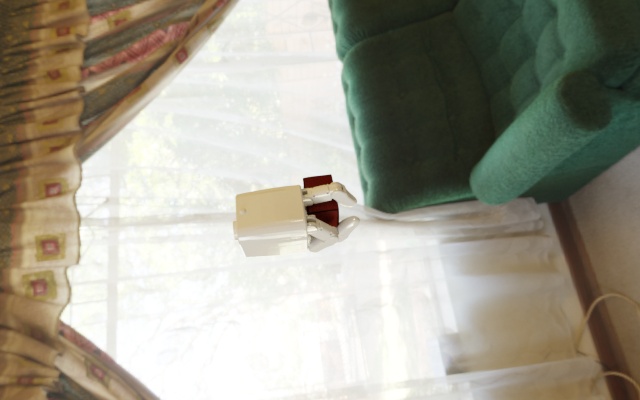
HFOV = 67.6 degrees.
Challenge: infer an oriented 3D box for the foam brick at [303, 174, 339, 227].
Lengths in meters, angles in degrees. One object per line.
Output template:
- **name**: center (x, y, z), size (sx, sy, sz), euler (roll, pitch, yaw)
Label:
- **foam brick**: center (0.000, 0.002, 0.799), size (0.051, 0.078, 0.053), euler (-7, -38, -4)
